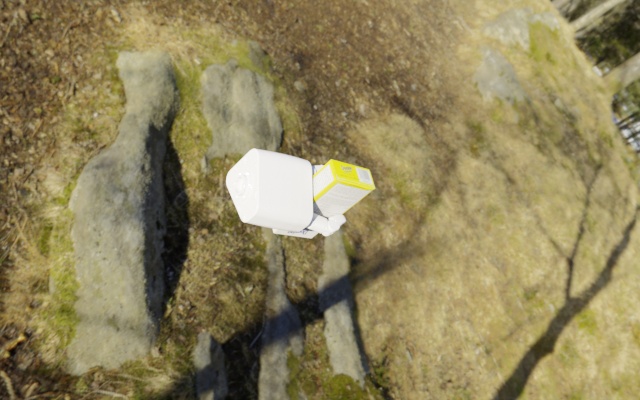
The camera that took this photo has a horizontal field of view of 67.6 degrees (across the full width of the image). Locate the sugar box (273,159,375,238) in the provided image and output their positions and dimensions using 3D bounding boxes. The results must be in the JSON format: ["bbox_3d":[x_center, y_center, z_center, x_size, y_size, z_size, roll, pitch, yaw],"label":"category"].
[{"bbox_3d":[0.000,0.002,0.816,0.093,0.048,0.176,12,-37,-41],"label":"sugar box"}]
